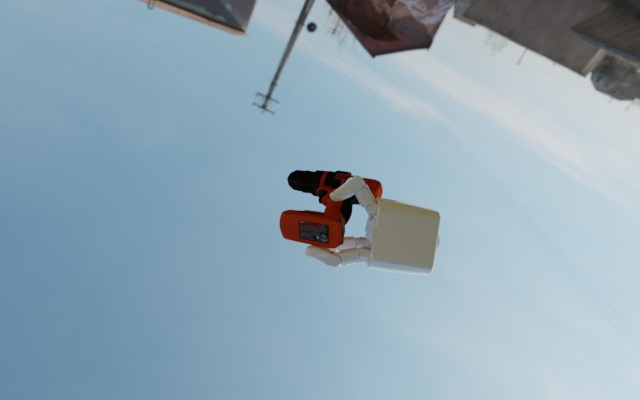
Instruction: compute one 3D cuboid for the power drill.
[{"bbox_3d":[0.000,0.003,0.833,0.184,0.057,0.187,8,32,20],"label":"power drill"}]
